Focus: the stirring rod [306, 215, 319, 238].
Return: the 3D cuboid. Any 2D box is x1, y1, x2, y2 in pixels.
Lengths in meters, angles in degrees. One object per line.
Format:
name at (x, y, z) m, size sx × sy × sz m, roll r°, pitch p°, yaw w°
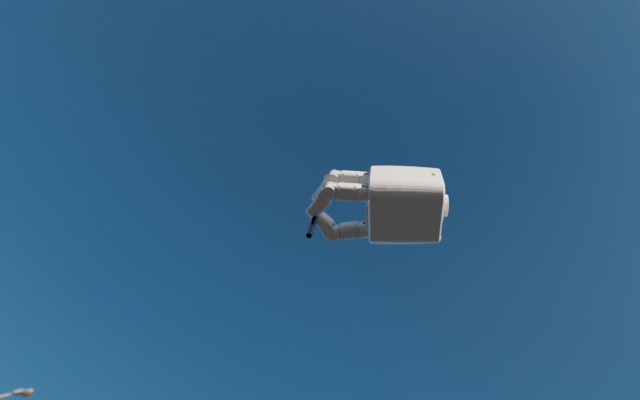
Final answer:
stirring rod at (0.000, 0.003, 0.756) m, size 0.011 × 0.011 × 0.239 m, roll 0°, pitch 22°, yaw 8°
